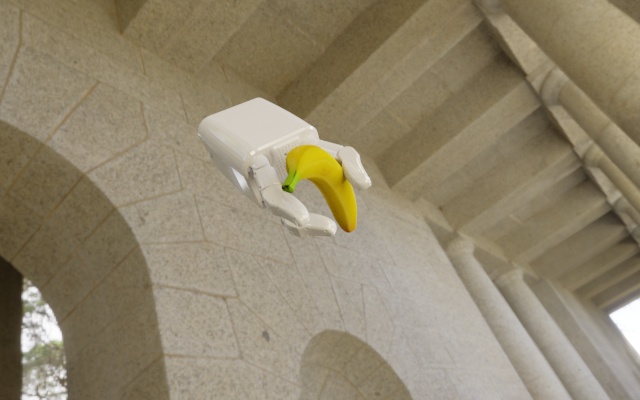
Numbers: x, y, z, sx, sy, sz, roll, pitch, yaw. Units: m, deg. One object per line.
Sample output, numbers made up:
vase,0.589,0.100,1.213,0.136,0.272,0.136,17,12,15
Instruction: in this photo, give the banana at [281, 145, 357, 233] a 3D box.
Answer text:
banana,0.004,-0.017,0.544,0.037,0.069,0.198,10,-11,27
